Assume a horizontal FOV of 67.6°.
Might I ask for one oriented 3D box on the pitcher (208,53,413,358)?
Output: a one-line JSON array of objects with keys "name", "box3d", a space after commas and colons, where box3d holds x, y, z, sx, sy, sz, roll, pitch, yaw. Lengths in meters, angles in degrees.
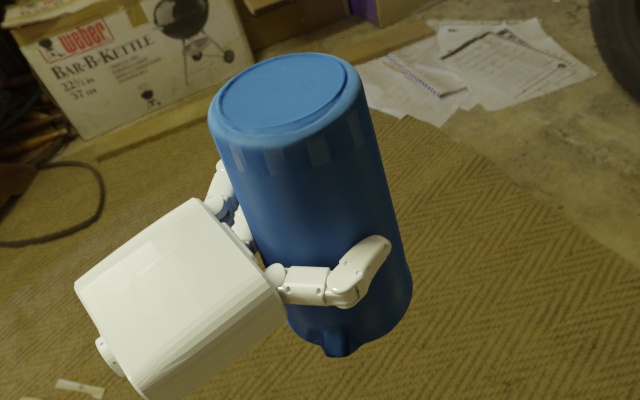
[{"name": "pitcher", "box3d": [0.000, 0.001, 0.406, 0.145, 0.243, 0.149, -36, 47, -19]}]
